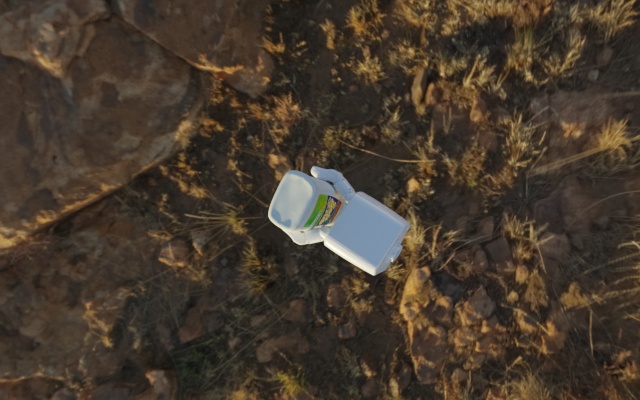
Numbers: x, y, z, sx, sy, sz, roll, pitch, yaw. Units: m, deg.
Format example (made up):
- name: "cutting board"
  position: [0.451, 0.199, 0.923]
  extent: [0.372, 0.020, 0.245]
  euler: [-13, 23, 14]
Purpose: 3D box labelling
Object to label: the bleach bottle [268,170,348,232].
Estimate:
- name: "bleach bottle"
  position: [0.000, 0.003, 0.890]
  extent: [0.068, 0.102, 0.251]
  euler: [32, 12, 20]
